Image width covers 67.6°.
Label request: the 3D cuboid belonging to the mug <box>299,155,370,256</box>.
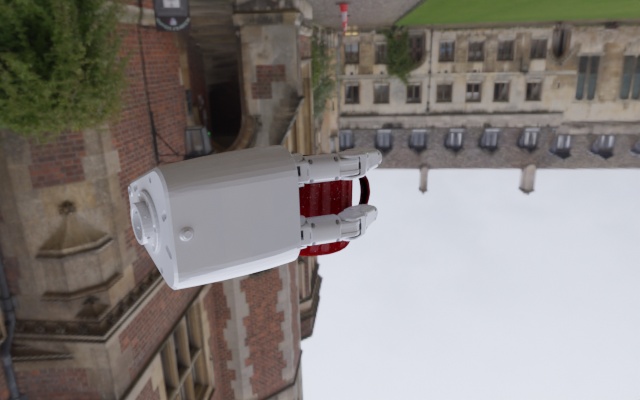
[{"bbox_3d":[0.001,0.002,0.477,0.117,0.081,0.093,-11,20,-33],"label":"mug"}]
